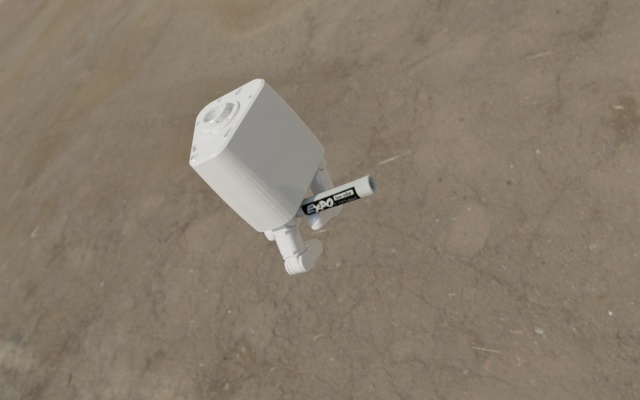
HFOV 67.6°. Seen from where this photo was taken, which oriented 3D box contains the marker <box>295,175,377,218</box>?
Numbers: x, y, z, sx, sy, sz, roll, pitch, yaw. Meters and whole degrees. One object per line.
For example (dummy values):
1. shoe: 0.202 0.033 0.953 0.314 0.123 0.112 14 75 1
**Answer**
1. marker: 0.000 0.002 0.488 0.121 0.020 0.020 -19 -9 29
